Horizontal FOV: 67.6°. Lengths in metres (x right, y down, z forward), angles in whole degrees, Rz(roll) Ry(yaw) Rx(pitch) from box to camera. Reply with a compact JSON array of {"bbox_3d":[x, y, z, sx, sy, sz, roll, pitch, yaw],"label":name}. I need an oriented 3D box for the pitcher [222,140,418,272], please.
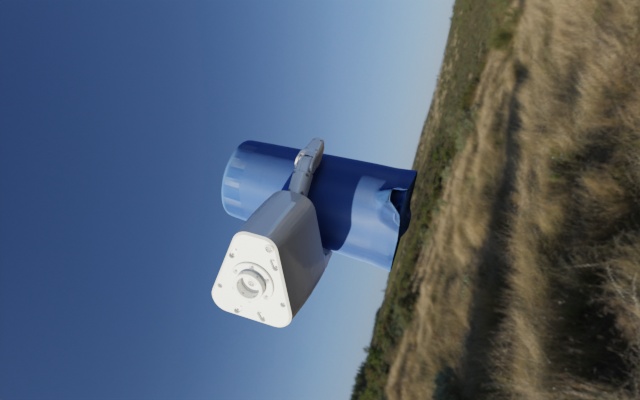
[{"bbox_3d":[0.000,0.002,0.643,0.243,0.149,0.145,15,28,12],"label":"pitcher"}]
